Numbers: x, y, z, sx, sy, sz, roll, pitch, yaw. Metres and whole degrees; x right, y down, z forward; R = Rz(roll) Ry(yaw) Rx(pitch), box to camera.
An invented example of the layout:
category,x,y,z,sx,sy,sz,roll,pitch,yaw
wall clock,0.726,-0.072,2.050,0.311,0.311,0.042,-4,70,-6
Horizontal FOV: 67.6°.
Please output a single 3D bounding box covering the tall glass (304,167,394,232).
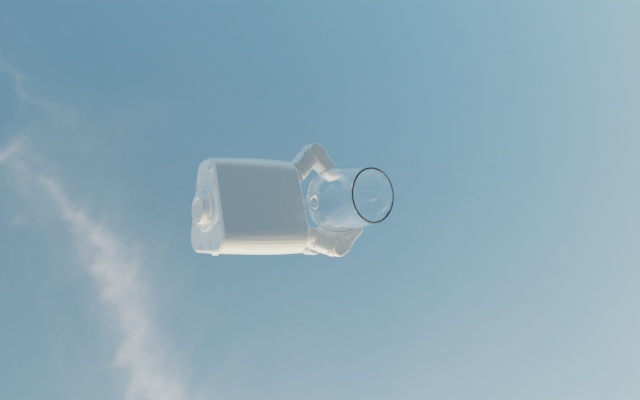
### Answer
category,x,y,z,sx,sy,sz,roll,pitch,yaw
tall glass,0.000,0.002,0.601,0.079,0.079,0.201,0,-5,-36
